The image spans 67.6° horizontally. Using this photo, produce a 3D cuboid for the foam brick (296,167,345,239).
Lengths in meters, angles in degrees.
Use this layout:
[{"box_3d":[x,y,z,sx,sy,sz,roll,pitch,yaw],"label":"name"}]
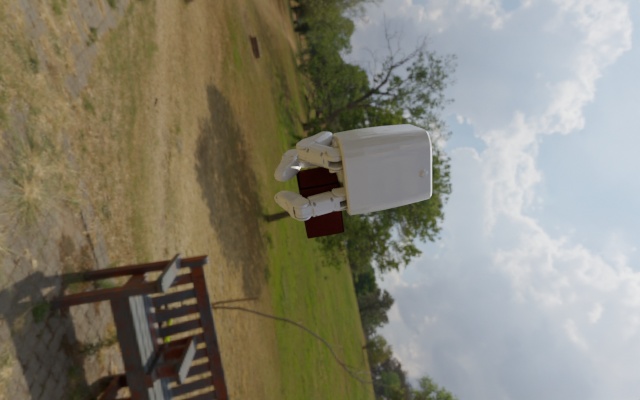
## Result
[{"box_3d":[0.000,0.002,0.628,0.051,0.078,0.053,-10,32,-2],"label":"foam brick"}]
